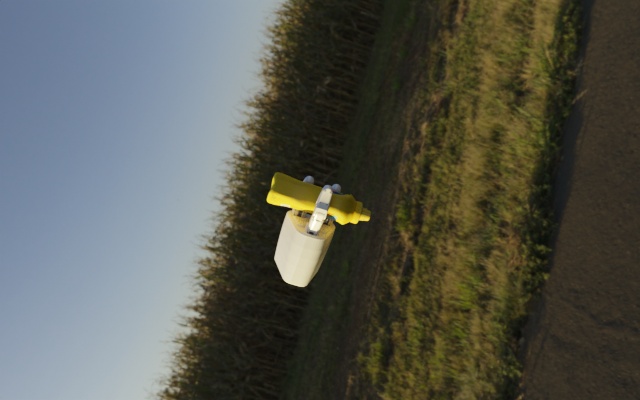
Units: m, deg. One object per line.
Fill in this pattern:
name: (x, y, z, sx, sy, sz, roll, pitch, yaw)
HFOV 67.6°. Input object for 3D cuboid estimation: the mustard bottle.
mustard bottle: (0.000, 0.002, 0.879, 0.191, 0.058, 0.096, 17, -7, -6)
